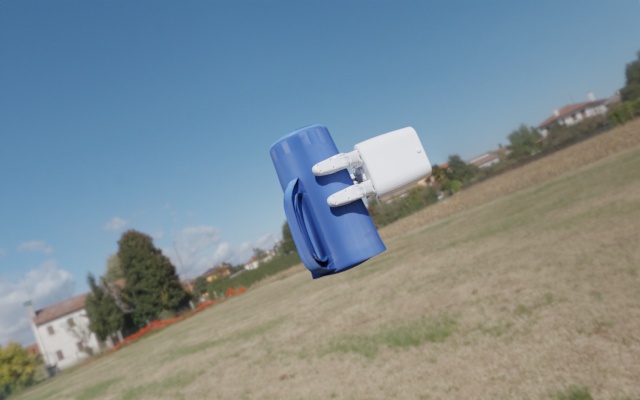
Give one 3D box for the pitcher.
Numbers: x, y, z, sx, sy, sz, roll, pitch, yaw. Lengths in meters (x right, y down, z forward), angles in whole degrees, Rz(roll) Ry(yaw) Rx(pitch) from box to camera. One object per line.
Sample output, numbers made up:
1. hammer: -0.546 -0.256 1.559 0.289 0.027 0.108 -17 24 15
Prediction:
1. pitcher: 0.000 0.003 0.796 0.145 0.243 0.149 -22 -5 -10
